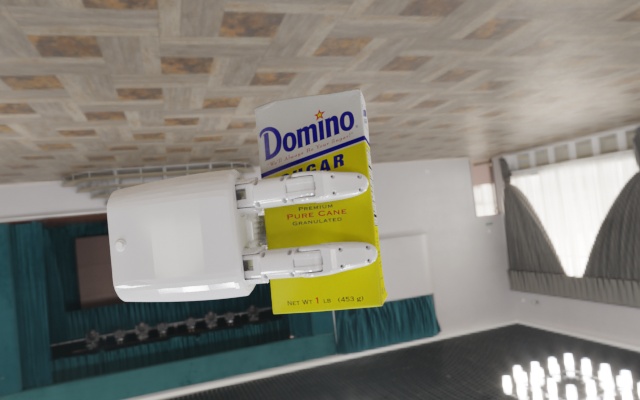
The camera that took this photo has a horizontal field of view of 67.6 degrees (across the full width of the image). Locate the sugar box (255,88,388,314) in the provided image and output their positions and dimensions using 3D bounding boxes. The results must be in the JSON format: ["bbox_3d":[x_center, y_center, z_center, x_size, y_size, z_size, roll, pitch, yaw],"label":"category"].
[{"bbox_3d":[0.000,0.001,0.402,0.093,0.176,0.048,-7,-3,11],"label":"sugar box"}]
